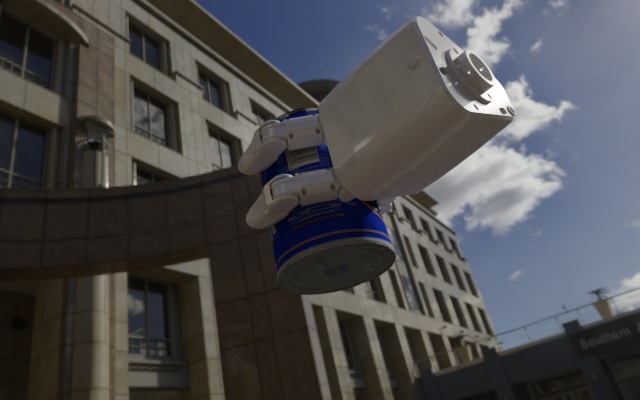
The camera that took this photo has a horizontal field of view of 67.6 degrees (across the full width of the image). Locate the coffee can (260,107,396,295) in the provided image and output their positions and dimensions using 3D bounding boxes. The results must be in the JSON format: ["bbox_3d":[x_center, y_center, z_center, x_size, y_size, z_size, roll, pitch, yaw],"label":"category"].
[{"bbox_3d":[0.000,0.002,0.437,0.103,0.140,0.103,-11,-29,-6],"label":"coffee can"}]
